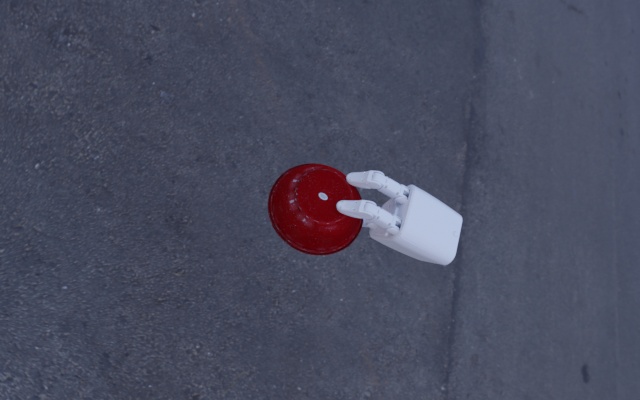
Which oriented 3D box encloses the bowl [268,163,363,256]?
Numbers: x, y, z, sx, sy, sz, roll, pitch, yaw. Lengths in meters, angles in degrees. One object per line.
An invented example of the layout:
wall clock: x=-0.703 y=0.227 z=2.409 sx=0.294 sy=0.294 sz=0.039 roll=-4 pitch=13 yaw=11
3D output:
bowl: x=-0.001 y=0.002 z=0.755 sx=0.162 sy=0.162 sz=0.055 roll=0 pitch=-22 yaw=-14
